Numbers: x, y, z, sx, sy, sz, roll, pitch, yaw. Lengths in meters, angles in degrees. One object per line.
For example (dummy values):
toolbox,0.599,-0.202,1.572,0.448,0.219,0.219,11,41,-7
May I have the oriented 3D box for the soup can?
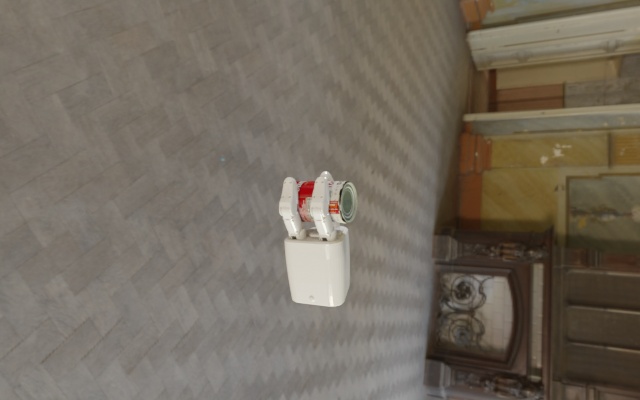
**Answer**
soup can,0.000,0.002,0.766,0.102,0.068,0.068,1,0,27
